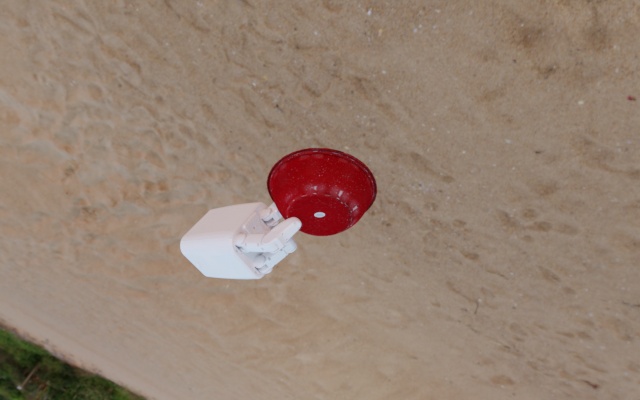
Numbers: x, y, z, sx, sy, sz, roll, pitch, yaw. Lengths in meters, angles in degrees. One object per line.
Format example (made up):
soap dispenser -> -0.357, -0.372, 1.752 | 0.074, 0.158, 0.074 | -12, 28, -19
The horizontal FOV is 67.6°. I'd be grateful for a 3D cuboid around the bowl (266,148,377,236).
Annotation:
bowl -> 0.001, 0.002, 0.680 | 0.162, 0.055, 0.162 | 3, -42, 3
